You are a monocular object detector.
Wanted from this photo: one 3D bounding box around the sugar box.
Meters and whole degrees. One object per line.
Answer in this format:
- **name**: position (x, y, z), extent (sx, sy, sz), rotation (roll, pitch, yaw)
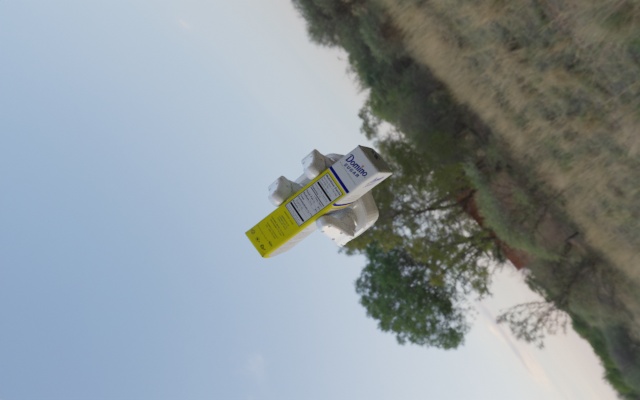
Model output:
- **sugar box**: position (0.000, 0.002, 0.586), extent (0.176, 0.048, 0.093), rotation (-39, -9, 15)
